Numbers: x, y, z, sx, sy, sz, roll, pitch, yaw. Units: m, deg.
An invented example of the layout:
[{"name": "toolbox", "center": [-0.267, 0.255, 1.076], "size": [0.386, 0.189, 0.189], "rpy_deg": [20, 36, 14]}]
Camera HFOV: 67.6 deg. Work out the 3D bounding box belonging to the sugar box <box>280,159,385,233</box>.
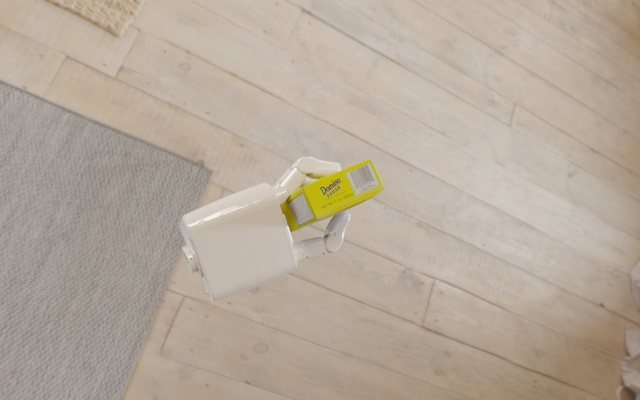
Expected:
[{"name": "sugar box", "center": [0.000, 0.001, 0.603], "size": [0.093, 0.048, 0.176], "rpy_deg": [-23, -1, -21]}]
